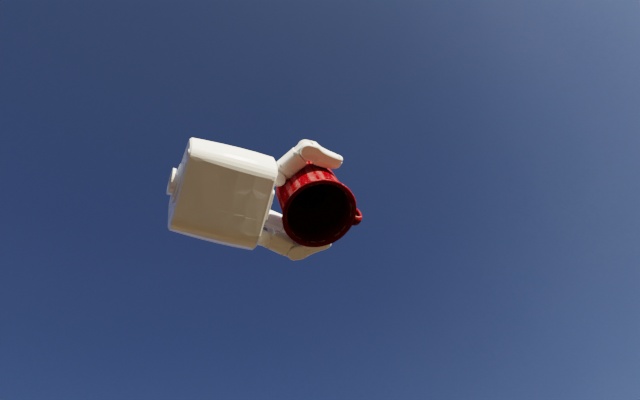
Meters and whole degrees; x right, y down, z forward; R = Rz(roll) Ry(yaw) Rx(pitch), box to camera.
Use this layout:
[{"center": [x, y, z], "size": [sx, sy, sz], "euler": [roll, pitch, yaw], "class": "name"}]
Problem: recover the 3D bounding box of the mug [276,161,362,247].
[{"center": [0.001, 0.002, 0.612], "size": [0.117, 0.093, 0.081], "euler": [16, 22, -23], "class": "mug"}]
